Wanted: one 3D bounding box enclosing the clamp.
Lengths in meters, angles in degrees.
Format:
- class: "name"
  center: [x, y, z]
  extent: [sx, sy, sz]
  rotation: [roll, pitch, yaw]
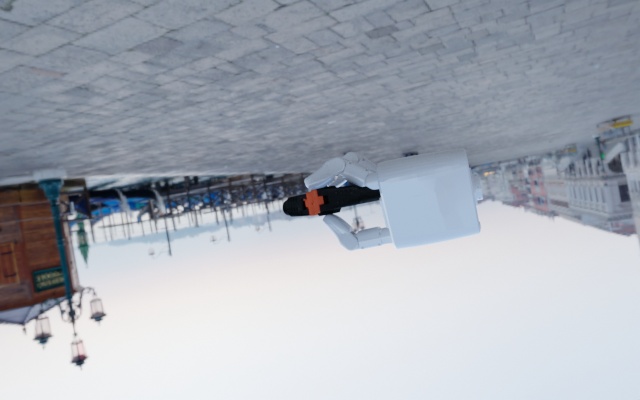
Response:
- class: "clamp"
  center: [0.000, 0.003, 0.629]
  extent: [0.164, 0.036, 0.210]
  rotation: [-11, -1, 17]
